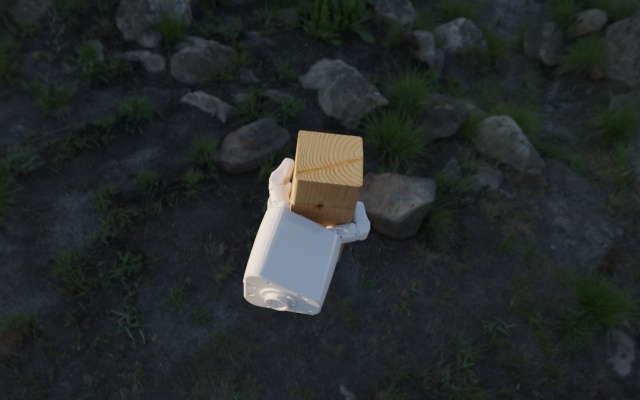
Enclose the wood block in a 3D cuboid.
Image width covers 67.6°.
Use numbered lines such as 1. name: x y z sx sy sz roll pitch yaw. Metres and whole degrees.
1. wood block: 0.000 0.003 0.716 0.091 0.090 0.206 6 -36 -5
